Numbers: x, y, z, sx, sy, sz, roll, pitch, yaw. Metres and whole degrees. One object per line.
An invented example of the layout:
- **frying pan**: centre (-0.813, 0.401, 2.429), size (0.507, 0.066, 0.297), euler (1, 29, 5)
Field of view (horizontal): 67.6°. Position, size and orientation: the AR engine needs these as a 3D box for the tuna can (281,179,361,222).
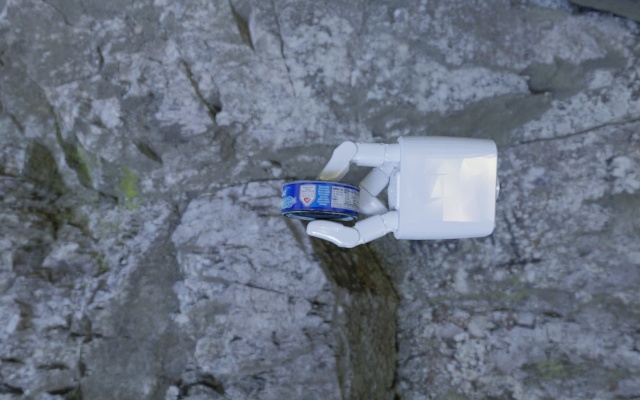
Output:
- **tuna can**: centre (0.000, 0.002, 0.520), size (0.086, 0.033, 0.086), euler (3, -9, 0)
